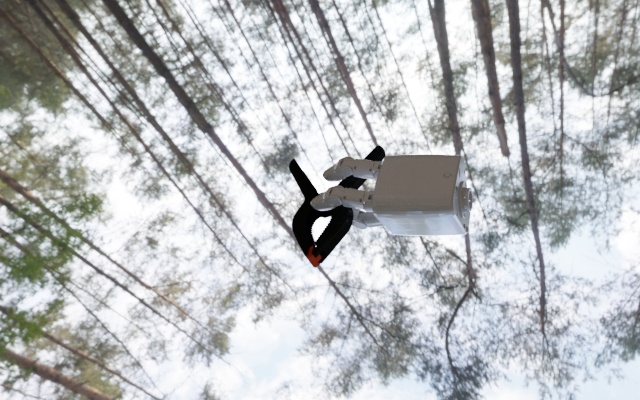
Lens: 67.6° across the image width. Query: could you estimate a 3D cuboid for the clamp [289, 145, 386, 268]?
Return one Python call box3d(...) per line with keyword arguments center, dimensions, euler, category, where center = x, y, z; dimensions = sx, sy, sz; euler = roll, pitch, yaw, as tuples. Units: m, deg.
box3d(center=(0.000, 0.003, 0.720), dimensions=(0.164, 0.209, 0.036), euler=(-1, -38, 30), category="clamp")
